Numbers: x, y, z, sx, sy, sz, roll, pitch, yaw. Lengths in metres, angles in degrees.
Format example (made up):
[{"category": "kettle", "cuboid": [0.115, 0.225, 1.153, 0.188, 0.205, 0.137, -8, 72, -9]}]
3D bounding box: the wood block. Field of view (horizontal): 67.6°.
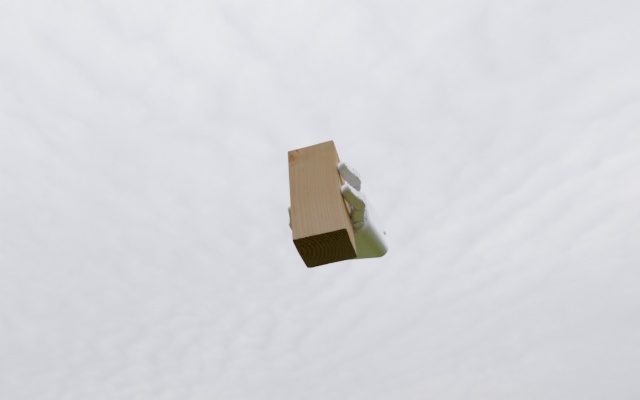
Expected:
[{"category": "wood block", "cuboid": [0.000, 0.003, 0.844, 0.091, 0.206, 0.090, -14, -42, 8]}]
